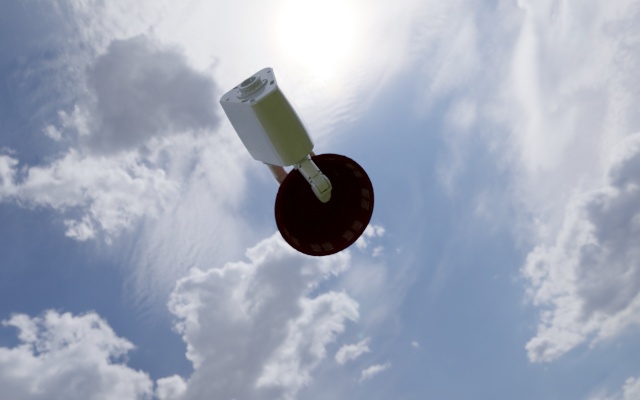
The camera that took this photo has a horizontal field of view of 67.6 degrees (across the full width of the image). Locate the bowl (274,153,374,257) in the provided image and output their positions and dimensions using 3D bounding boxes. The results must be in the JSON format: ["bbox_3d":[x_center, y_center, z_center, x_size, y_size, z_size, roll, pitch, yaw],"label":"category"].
[{"bbox_3d":[0.000,0.004,0.742,0.162,0.162,0.055,0,15,-21],"label":"bowl"}]
